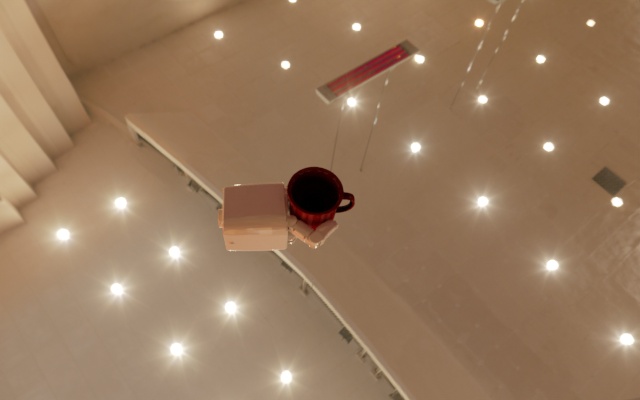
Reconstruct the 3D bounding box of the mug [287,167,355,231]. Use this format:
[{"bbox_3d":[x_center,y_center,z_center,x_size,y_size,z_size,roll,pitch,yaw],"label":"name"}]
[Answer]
[{"bbox_3d":[0.002,0.003,0.815,0.117,0.093,0.081,-1,-29,-7],"label":"mug"}]
